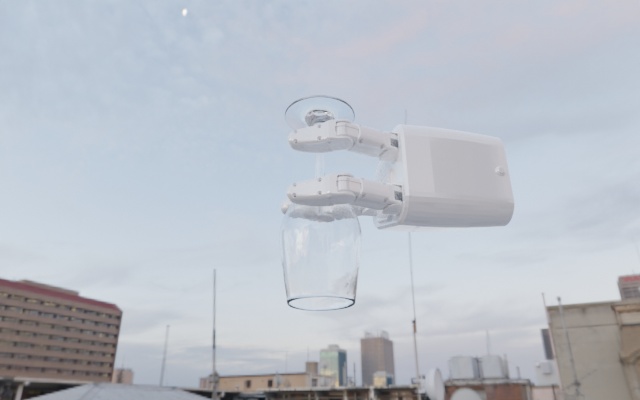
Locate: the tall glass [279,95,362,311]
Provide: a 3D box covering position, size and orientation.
[{"bbox_3d":[0.000,0.001,0.466,0.079,0.201,0.079,0,-24,0],"label":"tall glass"}]
